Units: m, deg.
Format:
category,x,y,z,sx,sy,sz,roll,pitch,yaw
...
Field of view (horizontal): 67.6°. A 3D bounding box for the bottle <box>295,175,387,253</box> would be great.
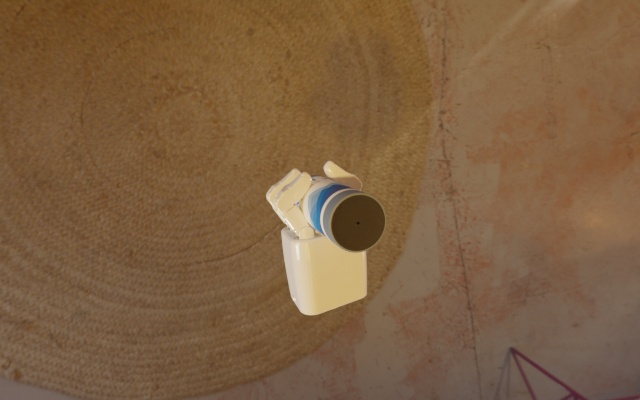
category,x,y,z,sx,sy,sz,roll,pitch,yaw
bottle,0.000,0.002,0.653,0.069,0.069,0.295,0,9,-16
